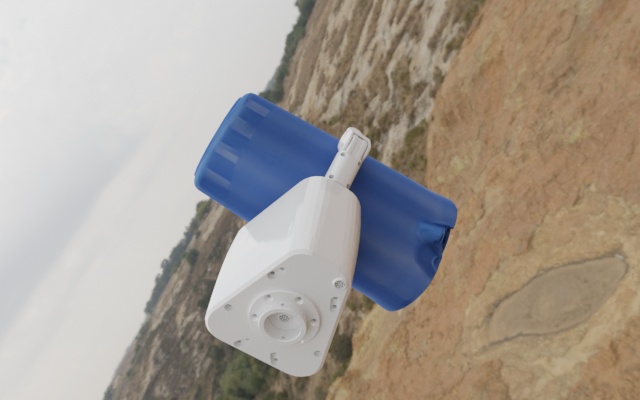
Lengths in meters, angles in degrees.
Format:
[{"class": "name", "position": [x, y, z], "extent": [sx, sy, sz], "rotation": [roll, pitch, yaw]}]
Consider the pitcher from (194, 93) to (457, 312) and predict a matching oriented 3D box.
[{"class": "pitcher", "position": [0.000, 0.002, 0.491], "extent": [0.243, 0.149, 0.145], "rotation": [31, 27, -10]}]
